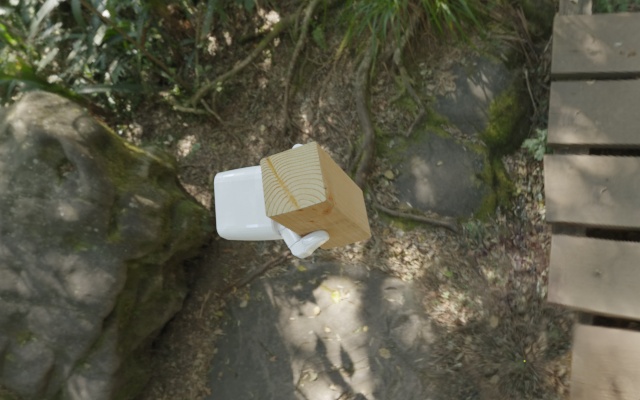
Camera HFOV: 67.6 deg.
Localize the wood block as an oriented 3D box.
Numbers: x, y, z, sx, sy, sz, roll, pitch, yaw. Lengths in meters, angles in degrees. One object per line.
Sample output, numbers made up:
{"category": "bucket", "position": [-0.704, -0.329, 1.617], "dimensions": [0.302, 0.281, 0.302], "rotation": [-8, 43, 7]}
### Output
{"category": "wood block", "position": [0.000, 0.003, 0.729], "dimensions": [0.090, 0.090, 0.206], "rotation": [-16, -23, 18]}
